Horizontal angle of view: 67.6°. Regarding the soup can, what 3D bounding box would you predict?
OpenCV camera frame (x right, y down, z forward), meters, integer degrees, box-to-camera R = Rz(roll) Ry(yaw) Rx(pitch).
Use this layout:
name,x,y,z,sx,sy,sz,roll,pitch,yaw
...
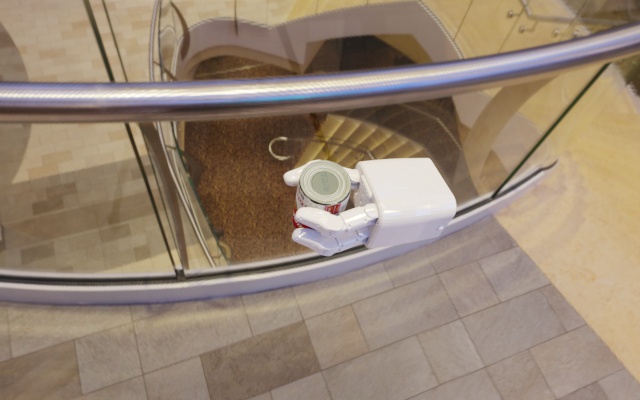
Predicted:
name,x,y,z,sx,sy,sz,roll,pitch,yaw
soup can,0.000,0.002,0.634,0.068,0.068,0.102,0,-30,-9
